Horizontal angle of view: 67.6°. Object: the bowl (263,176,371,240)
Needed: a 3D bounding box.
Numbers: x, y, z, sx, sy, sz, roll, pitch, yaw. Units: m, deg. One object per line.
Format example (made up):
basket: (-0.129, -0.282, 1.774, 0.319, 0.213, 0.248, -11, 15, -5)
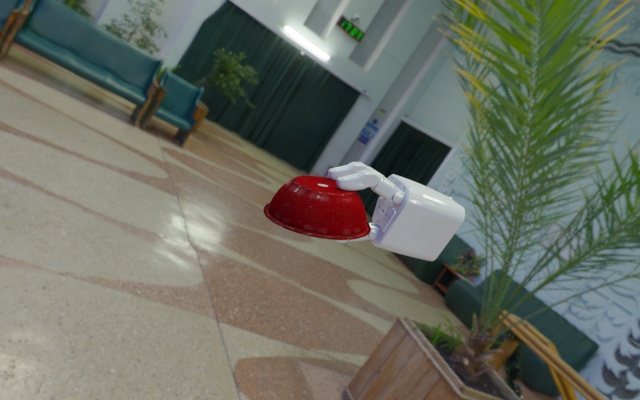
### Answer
bowl: (-0.001, 0.002, 0.697, 0.162, 0.055, 0.162, 10, 16, -3)
